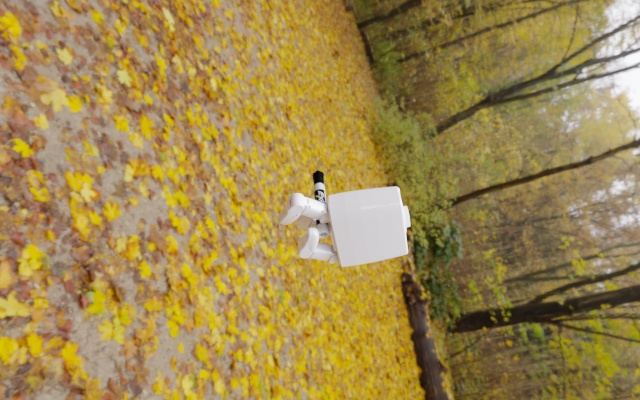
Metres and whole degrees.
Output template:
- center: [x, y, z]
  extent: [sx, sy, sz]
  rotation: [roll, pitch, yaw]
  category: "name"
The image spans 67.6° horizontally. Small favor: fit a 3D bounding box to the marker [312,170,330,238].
- center: [0.000, 0.002, 0.732]
  extent: [0.020, 0.121, 0.020]
  rotation: [-3, -37, -2]
  category: "marker"
